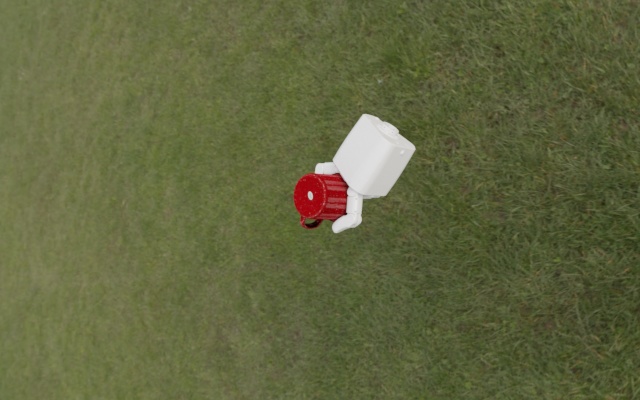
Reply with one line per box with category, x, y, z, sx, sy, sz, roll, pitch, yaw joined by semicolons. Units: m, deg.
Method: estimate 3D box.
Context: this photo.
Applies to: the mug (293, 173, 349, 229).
mug;-0.001;0.004;0.867;0.081;0.117;0.093;3;36;-48
